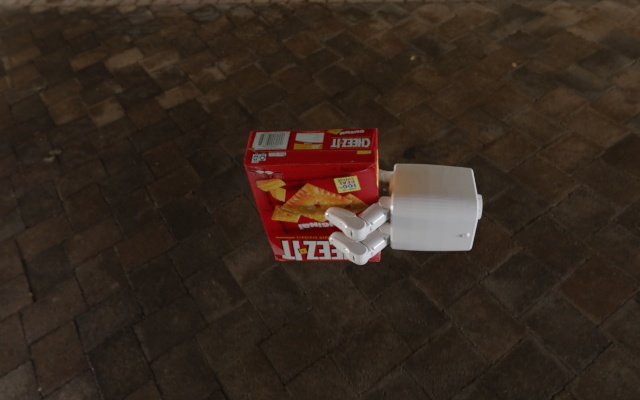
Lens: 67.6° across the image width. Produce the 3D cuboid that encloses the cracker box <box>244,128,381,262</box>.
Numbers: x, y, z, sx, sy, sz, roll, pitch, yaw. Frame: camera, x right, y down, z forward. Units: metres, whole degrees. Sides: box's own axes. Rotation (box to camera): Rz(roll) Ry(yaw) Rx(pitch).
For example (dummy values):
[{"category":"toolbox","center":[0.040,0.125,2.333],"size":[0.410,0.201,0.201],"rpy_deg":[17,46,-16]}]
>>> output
[{"category":"cracker box","center":[0.000,0.002,0.659],"size":[0.164,0.072,0.214],"rpy_deg":[0,-41,8]}]
